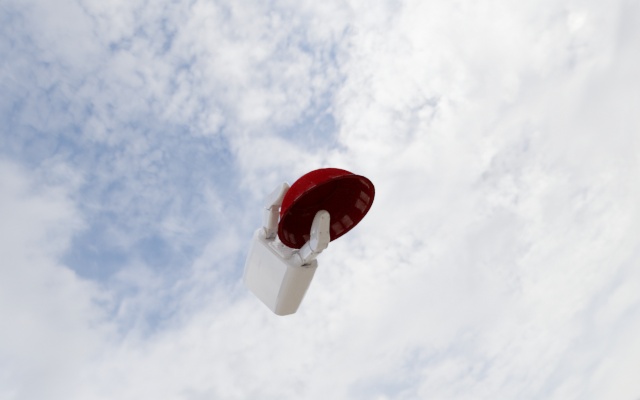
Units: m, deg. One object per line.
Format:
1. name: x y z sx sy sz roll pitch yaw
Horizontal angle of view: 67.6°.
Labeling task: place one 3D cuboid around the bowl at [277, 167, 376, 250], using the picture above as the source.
1. bowl: 0.001 0.001 0.720 0.162 0.055 0.162 -21 -34 -15
